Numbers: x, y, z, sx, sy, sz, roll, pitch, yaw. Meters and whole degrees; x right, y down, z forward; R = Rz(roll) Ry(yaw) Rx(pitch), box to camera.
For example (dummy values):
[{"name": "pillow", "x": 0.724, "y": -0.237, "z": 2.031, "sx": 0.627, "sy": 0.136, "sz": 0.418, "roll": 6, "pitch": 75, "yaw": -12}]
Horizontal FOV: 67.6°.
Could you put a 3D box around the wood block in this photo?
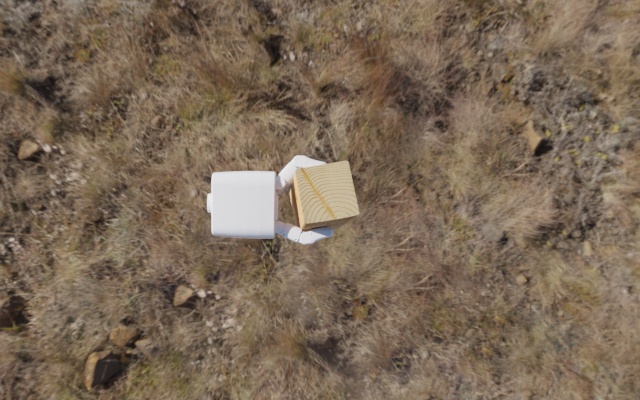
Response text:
[{"name": "wood block", "x": 0.000, "y": 0.003, "z": 0.846, "sx": 0.090, "sy": 0.091, "sz": 0.206, "roll": -10, "pitch": -8, "yaw": -7}]
